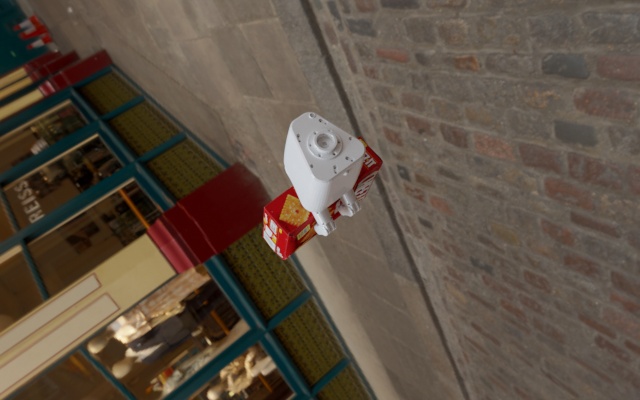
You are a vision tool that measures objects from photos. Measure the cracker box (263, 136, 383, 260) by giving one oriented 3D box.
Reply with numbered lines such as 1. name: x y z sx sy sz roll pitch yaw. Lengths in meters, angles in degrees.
1. cracker box: 0.000 0.003 0.853 0.213 0.072 0.164 -37 -13 -19
